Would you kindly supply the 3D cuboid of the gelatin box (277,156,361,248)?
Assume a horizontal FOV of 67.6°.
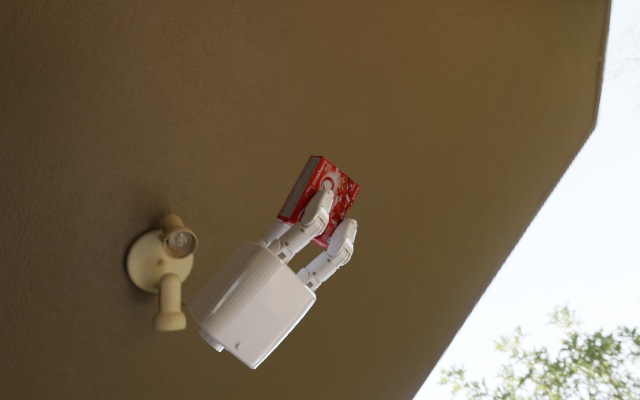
[{"bbox_3d":[0.000,0.002,0.576,0.073,0.089,0.030,36,-14,-34],"label":"gelatin box"}]
